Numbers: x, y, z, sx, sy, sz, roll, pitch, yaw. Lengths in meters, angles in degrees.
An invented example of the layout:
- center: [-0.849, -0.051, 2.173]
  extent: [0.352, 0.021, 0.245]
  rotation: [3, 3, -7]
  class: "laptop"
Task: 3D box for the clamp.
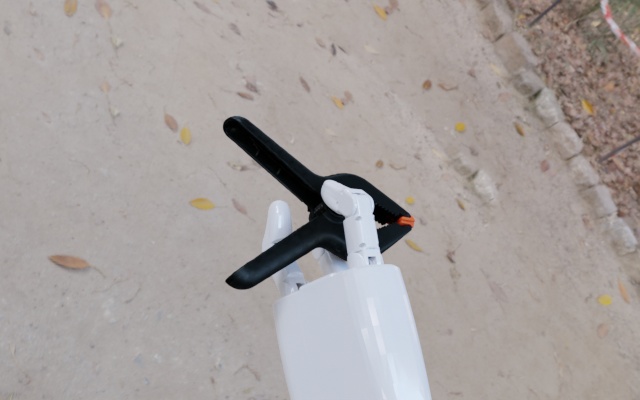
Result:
- center: [0.001, 0.001, 0.454]
  extent: [0.210, 0.164, 0.036]
  rotation: [4, -29, -34]
  class: "clamp"
